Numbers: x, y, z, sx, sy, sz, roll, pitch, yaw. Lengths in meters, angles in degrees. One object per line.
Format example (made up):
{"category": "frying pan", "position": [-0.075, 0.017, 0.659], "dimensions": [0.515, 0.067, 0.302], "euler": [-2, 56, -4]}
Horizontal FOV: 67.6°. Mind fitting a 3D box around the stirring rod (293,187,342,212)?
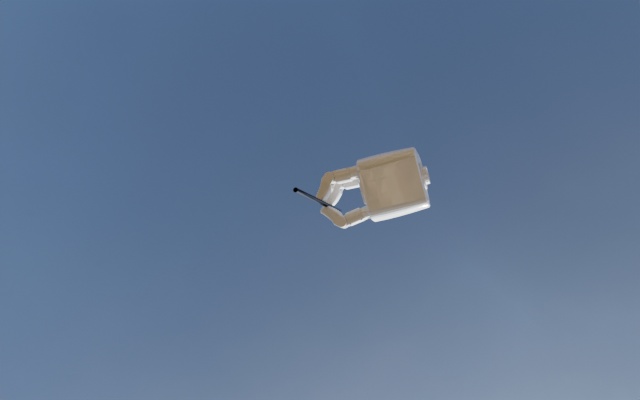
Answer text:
{"category": "stirring rod", "position": [0.000, 0.003, 0.856], "dimensions": [0.011, 0.011, 0.239], "euler": [0, -9, 19]}
